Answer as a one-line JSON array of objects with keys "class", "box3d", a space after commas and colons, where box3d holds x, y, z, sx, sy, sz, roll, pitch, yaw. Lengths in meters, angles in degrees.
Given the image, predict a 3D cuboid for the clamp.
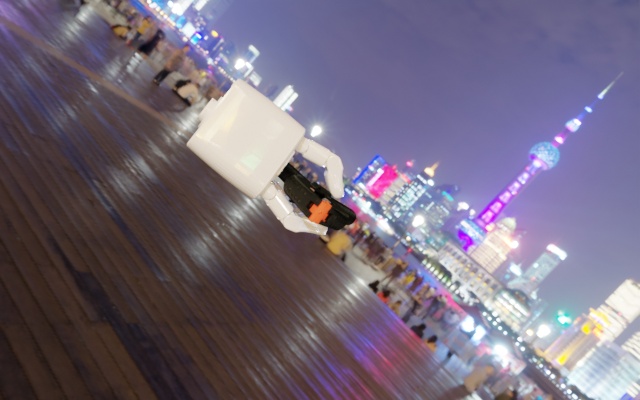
[{"class": "clamp", "box3d": [0.000, 0.001, 0.639, 0.164, 0.036, 0.210, 35, 5, -16]}]
